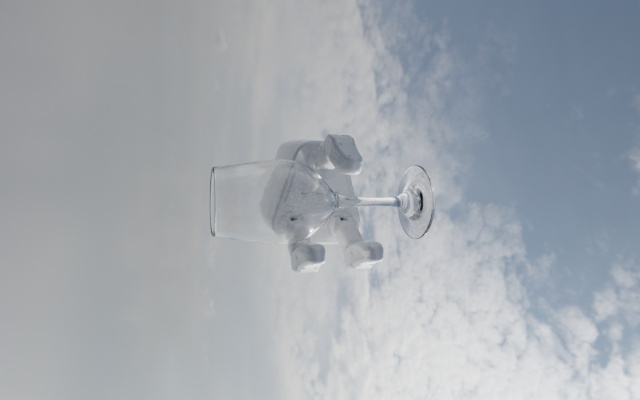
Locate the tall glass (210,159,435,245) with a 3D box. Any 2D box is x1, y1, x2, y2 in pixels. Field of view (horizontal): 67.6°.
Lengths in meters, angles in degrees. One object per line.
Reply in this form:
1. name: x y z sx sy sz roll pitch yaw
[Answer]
1. tall glass: 0.001 0.001 0.448 0.201 0.079 0.079 0 0 -17
